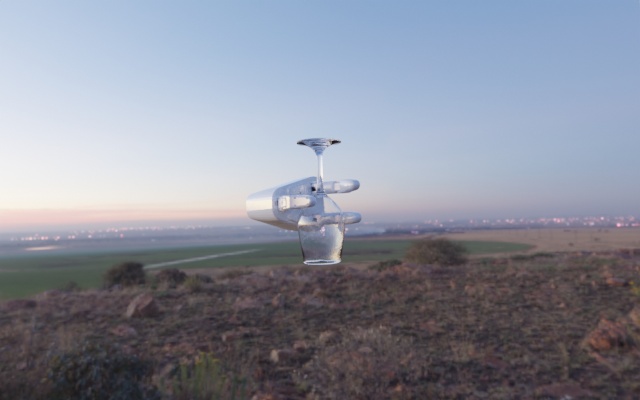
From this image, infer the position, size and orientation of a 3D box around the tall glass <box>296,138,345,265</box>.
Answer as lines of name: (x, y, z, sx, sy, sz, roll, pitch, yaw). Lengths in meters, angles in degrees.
tall glass: (0.000, 0.002, 0.785, 0.079, 0.201, 0.079, -2, -2, 0)
